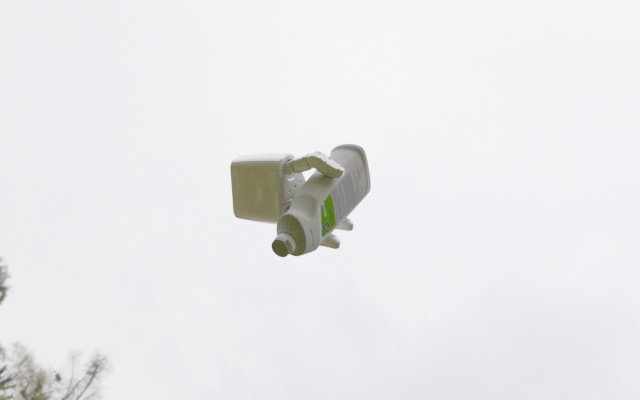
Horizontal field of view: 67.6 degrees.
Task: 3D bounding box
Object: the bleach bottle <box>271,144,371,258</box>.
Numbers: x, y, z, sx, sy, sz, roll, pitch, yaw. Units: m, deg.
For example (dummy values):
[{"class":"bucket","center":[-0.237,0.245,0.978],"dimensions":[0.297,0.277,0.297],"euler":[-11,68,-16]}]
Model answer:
[{"class":"bleach bottle","center":[0.000,0.003,0.747],"dimensions":[0.068,0.103,0.250],"euler":[1,27,31]}]
